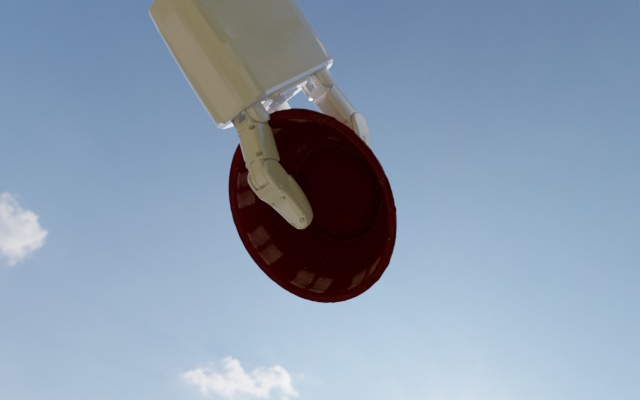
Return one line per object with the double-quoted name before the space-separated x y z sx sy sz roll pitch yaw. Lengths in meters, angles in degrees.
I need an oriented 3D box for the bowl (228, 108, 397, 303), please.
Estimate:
"bowl" 0.001 0.002 0.403 0.162 0.162 0.055 0 15 34
